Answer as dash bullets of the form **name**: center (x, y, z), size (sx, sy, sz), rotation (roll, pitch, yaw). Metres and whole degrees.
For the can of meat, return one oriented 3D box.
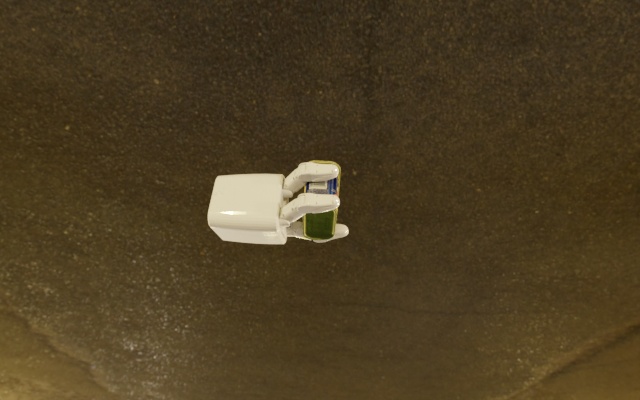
- **can of meat**: center (0.000, 0.003, 0.746), size (0.057, 0.084, 0.102), rotation (3, -36, 1)
